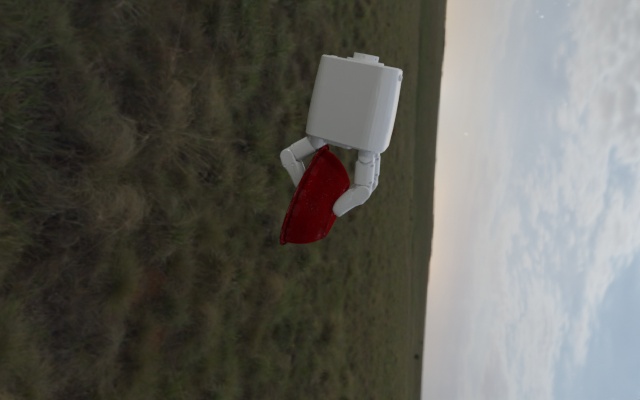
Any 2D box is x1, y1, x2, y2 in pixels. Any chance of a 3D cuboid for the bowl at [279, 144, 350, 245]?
[{"bbox_3d":[0.000,0.004,0.694,0.055,0.162,0.162,25,3,7],"label":"bowl"}]
